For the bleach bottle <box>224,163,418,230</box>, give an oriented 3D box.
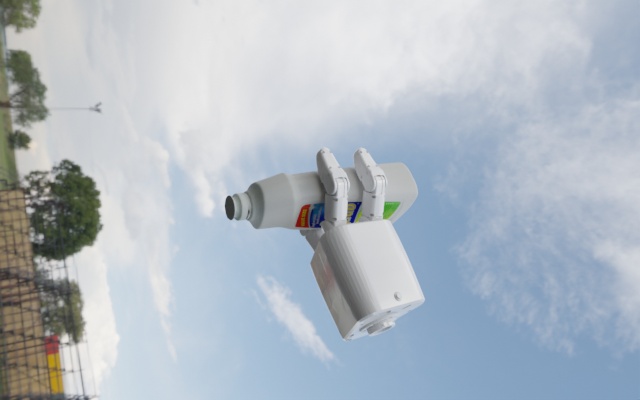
[{"bbox_3d":[0.000,0.002,0.600,0.251,0.068,0.103,-6,-29,-33],"label":"bleach bottle"}]
